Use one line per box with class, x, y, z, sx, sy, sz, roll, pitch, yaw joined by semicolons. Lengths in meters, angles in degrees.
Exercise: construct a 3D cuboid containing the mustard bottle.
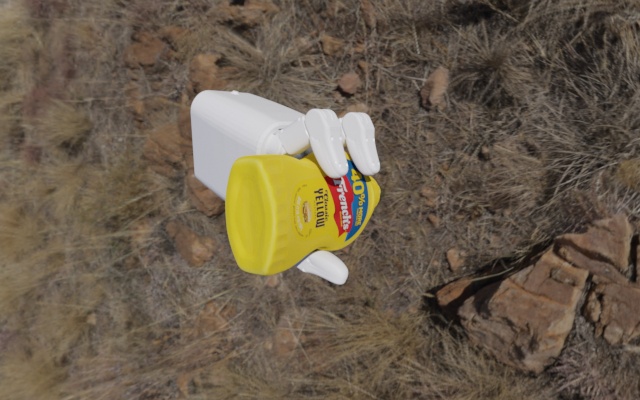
mustard bottle;0.000;0.002;0.446;0.058;0.096;0.191;2;8;37
